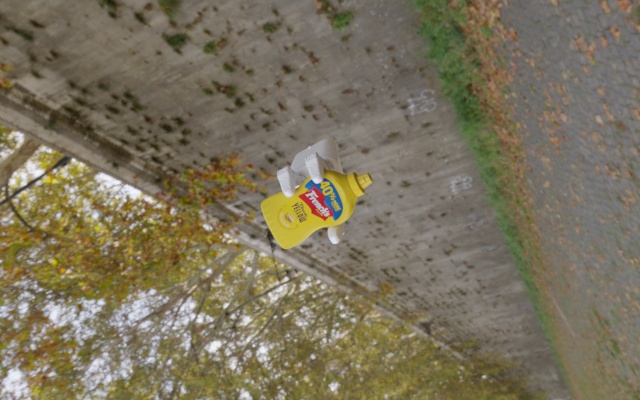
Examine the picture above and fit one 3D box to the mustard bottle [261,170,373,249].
[{"bbox_3d":[0.000,0.003,0.812,0.191,0.096,0.058,-27,-1,16],"label":"mustard bottle"}]
